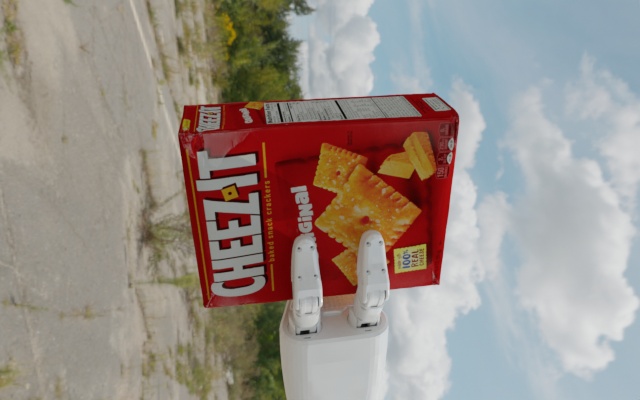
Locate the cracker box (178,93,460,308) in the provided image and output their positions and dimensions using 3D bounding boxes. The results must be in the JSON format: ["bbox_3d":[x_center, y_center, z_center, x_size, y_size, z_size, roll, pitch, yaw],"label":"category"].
[{"bbox_3d":[0.000,0.001,0.407,0.214,0.164,0.072,-5,29,-8],"label":"cracker box"}]
